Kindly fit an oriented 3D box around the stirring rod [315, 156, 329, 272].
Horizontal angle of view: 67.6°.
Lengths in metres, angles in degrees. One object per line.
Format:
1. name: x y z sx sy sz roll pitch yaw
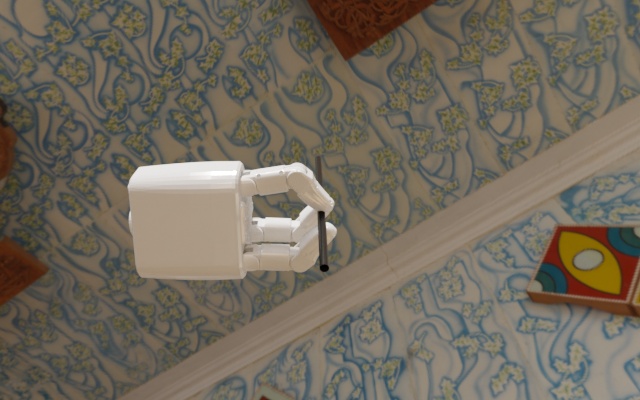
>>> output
1. stirring rod: 0.000 0.002 0.507 0.011 0.011 0.239 0 27 -2
